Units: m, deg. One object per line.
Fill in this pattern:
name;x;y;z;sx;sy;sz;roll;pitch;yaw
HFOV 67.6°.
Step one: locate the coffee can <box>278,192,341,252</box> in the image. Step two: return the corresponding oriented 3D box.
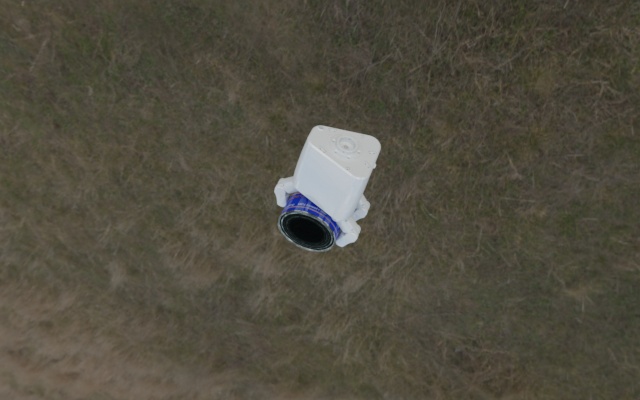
coffee can;0.000;0.003;0.827;0.103;0.140;0.103;16;-38;13
